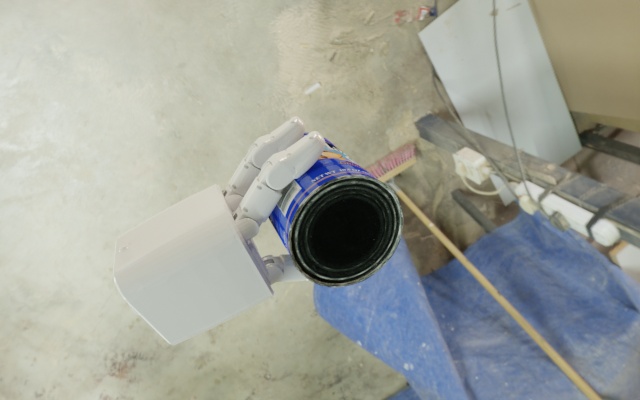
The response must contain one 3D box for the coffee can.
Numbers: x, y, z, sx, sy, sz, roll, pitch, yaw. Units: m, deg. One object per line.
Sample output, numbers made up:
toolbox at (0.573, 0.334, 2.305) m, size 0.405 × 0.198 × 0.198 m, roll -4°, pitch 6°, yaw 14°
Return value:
coffee can at (0.000, 0.001, 0.452) m, size 0.103 × 0.103 × 0.140 m, roll 0°, pitch 22°, yaw -21°
